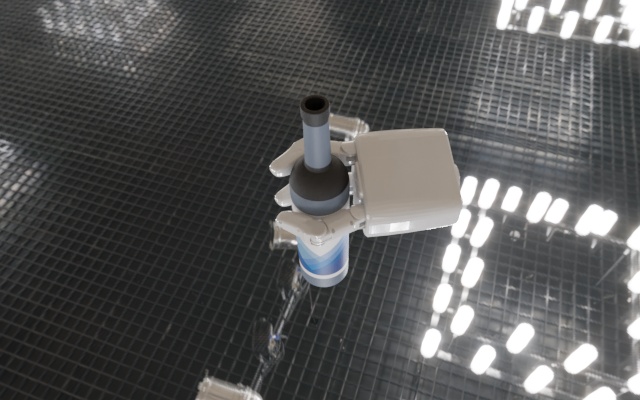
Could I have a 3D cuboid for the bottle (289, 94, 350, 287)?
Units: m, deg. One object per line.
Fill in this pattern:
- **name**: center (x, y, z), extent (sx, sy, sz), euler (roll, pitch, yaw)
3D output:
- **bottle**: center (0.000, 0.002, 0.550), extent (0.069, 0.069, 0.296), euler (0, -38, 3)
